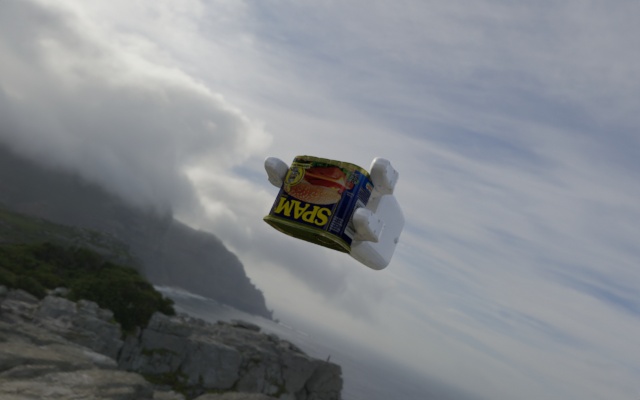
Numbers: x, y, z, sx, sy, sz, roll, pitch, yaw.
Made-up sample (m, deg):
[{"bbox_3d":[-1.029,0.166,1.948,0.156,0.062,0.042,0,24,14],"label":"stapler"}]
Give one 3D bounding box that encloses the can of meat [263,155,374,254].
[{"bbox_3d":[0.000,0.001,0.522,0.102,0.084,0.057,14,-17,34],"label":"can of meat"}]
